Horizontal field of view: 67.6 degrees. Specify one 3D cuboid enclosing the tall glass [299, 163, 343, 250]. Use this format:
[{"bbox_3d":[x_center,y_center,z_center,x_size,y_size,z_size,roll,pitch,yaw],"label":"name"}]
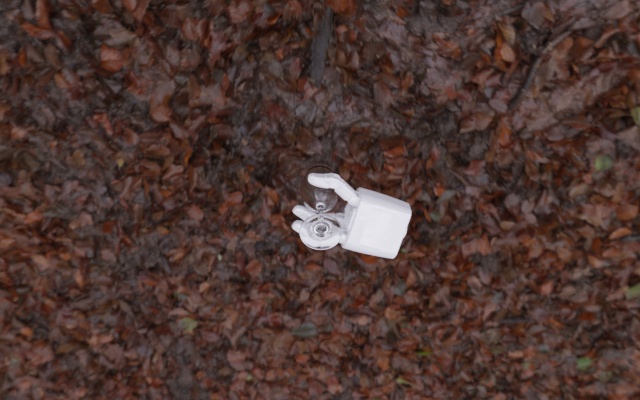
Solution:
[{"bbox_3d":[0.000,0.003,0.896,0.079,0.079,0.201,0,32,-1],"label":"tall glass"}]
